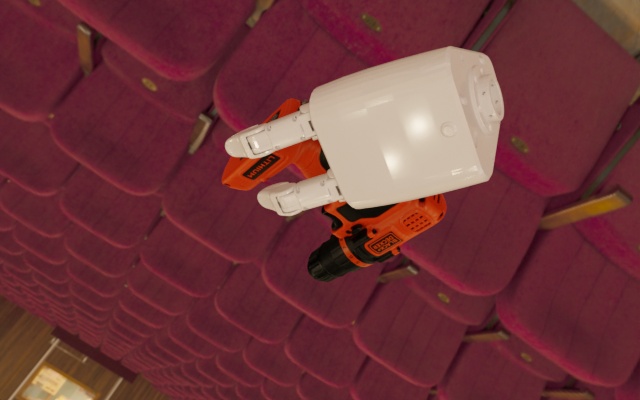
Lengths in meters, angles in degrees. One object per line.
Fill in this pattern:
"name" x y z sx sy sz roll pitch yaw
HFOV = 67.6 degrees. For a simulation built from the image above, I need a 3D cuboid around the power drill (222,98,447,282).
"power drill" 0.000 0.001 0.477 0.188 0.057 0.184 35 -51 -23
